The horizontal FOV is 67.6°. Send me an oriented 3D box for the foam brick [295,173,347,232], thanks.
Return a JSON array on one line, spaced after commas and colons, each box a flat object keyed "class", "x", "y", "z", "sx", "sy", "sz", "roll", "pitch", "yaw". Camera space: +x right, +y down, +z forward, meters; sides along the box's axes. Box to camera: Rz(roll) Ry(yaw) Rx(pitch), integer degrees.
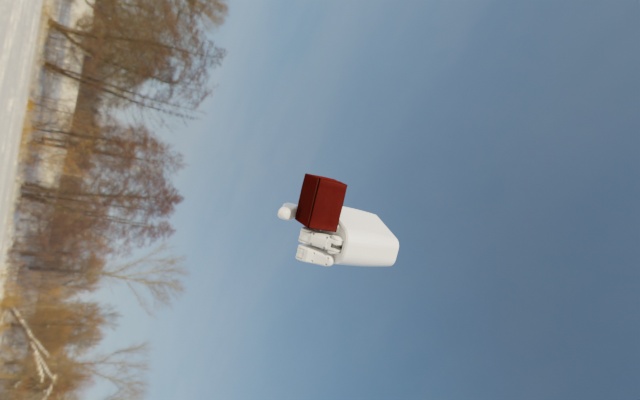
[{"class": "foam brick", "x": 0.000, "y": 0.002, "z": 0.735, "sx": 0.051, "sy": 0.078, "sz": 0.053, "roll": 9, "pitch": 9, "yaw": -27}]
